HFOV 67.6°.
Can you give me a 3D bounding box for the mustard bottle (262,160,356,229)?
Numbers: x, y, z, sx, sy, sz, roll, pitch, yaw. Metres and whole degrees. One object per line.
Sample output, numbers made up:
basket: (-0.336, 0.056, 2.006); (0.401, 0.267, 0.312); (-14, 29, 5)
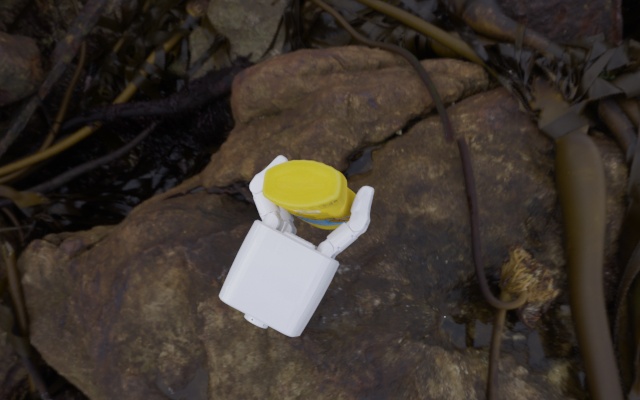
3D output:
mustard bottle: (0.000, 0.002, 0.628); (0.096, 0.058, 0.192); (1, -13, 15)
